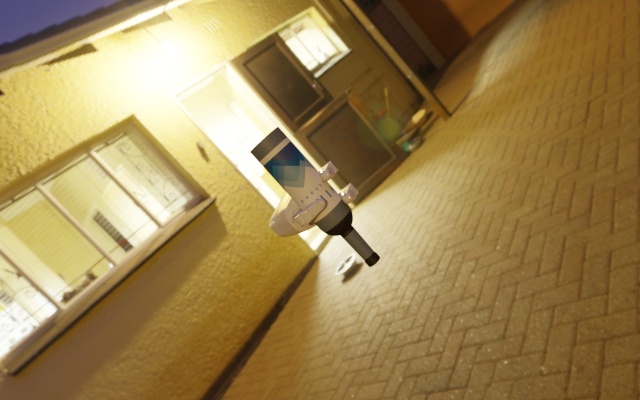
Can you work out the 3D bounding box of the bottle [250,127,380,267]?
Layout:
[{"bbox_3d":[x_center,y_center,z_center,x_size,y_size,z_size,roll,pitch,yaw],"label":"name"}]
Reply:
[{"bbox_3d":[0.000,0.003,0.841,0.069,0.296,0.069,-41,8,7],"label":"bottle"}]
